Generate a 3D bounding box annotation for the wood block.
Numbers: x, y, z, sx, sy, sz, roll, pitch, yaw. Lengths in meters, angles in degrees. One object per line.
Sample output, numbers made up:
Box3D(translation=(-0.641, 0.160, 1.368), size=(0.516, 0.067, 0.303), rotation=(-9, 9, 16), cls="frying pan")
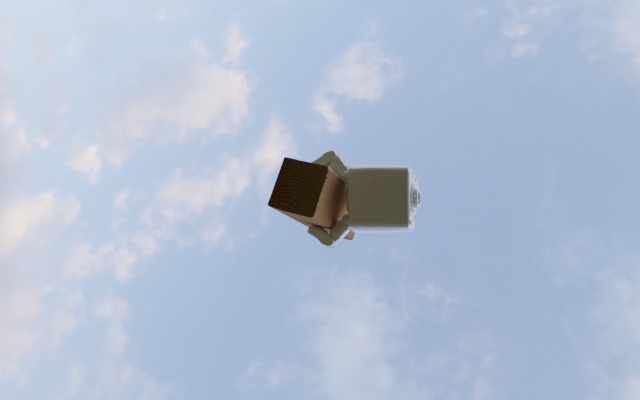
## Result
Box3D(translation=(0.000, 0.003, 0.872), size=(0.090, 0.091, 0.206), rotation=(14, -9, 25), cls="wood block")
